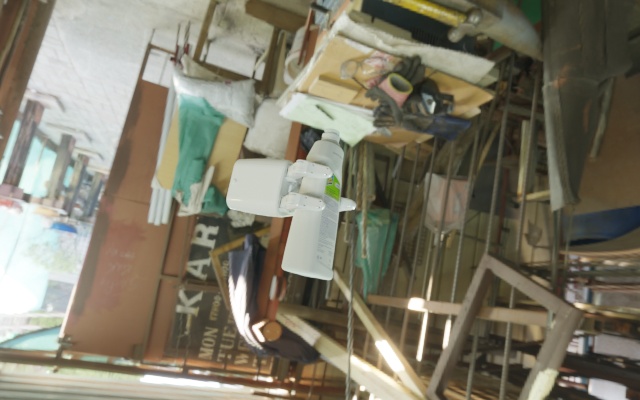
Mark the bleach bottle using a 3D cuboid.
[{"bbox_3d":[0.000,0.003,0.813,0.068,0.250,0.102,6,-13,25],"label":"bleach bottle"}]
